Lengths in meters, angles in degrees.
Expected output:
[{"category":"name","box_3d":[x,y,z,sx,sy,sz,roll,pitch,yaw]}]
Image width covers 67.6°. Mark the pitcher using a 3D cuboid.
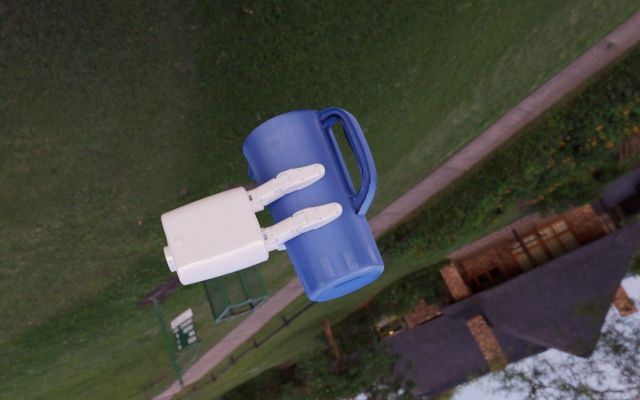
[{"category":"pitcher","box_3d":[0.000,0.002,0.651,0.145,0.242,0.149,-17,-20,-17]}]
